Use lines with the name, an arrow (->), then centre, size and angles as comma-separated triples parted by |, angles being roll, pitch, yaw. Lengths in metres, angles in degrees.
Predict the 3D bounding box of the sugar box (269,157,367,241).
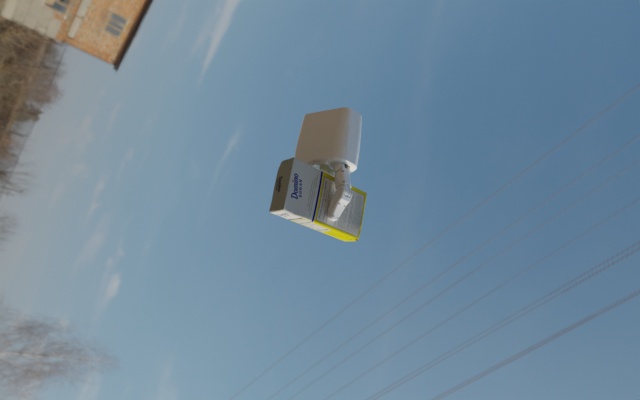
sugar box -> 0.000, 0.003, 0.819 | 0.176, 0.093, 0.048 | 24, -21, -35
